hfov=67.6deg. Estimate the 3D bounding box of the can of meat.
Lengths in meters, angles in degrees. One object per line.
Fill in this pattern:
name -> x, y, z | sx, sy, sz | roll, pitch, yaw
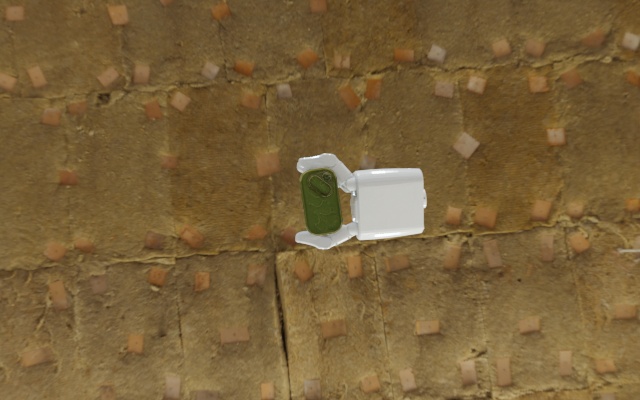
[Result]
can of meat -> 0.000, 0.003, 0.761 | 0.057, 0.102, 0.084 | -8, -1, -2
